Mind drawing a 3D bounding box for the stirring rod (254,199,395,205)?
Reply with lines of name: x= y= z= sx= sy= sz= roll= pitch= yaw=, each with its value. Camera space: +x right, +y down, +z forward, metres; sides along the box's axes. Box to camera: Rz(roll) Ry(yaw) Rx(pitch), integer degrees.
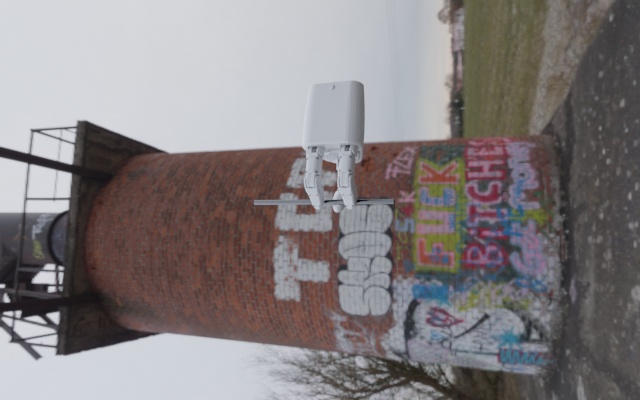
stirring rod: x=0.000 y=0.002 z=0.774 sx=0.239 sy=0.011 sz=0.011 roll=0 pitch=0 yaw=21
